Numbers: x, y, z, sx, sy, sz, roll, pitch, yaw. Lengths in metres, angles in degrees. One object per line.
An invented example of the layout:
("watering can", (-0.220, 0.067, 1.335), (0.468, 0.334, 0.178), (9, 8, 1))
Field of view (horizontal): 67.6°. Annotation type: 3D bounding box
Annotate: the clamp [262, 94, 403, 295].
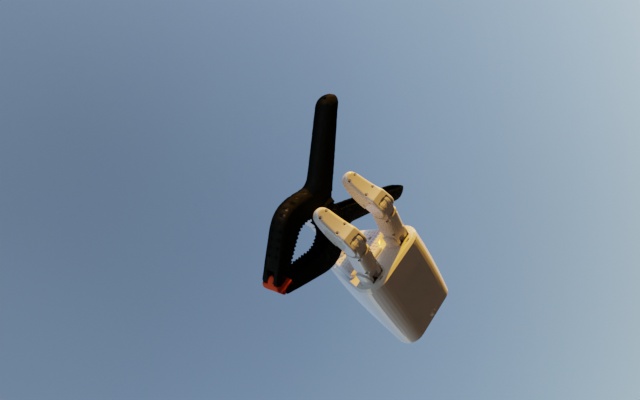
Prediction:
("clamp", (-0.001, 0.002, 0.514), (0.036, 0.165, 0.210), (5, 49, 50))
